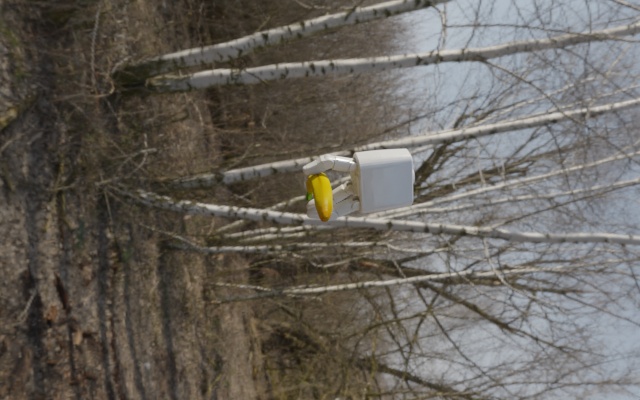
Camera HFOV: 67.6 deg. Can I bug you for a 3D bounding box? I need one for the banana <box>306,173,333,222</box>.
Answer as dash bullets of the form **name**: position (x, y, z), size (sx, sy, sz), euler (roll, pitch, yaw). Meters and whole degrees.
- **banana**: position (-0.001, -0.016, 0.895), size (0.037, 0.069, 0.197), euler (-3, 12, -7)
